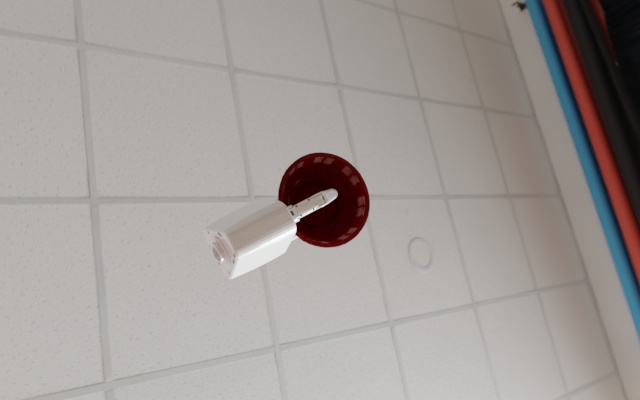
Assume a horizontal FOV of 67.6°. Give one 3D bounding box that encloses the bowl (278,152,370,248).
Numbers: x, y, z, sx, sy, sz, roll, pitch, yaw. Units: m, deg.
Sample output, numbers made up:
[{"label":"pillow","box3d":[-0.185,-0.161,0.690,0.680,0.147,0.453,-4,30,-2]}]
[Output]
[{"label":"bowl","box3d":[0.001,0.003,0.814,0.162,0.162,0.055,0,-11,-19]}]
